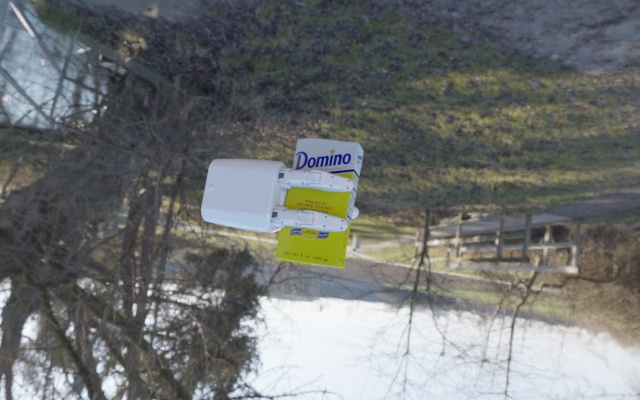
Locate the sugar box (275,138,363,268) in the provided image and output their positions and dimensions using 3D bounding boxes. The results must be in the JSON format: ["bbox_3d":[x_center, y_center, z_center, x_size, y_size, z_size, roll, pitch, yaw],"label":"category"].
[{"bbox_3d":[0.000,0.002,0.671,0.093,0.176,0.048,6,-9,17],"label":"sugar box"}]
